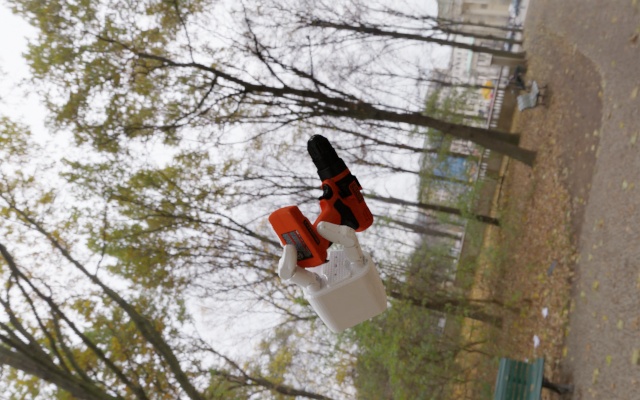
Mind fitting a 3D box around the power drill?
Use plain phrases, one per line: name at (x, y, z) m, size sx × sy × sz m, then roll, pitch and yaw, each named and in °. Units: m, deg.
power drill at (0.000, 0.003, 0.758) m, size 0.057 × 0.184 × 0.187 m, roll -21°, pitch 15°, yaw 42°
